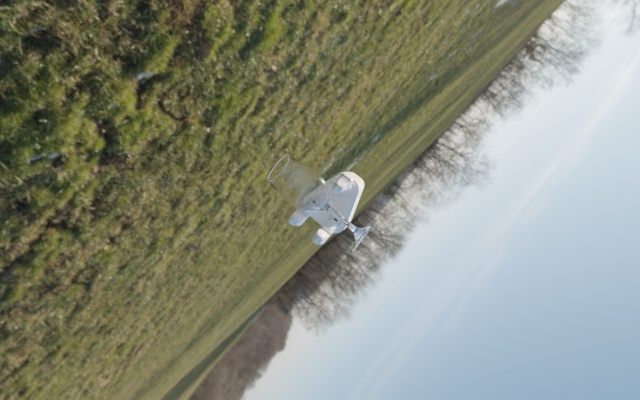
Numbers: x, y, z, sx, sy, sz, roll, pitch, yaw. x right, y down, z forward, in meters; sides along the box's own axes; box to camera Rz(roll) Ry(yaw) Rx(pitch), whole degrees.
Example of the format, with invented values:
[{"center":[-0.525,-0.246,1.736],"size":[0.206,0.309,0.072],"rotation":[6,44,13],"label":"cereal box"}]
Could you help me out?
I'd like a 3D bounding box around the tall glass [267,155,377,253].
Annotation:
[{"center":[0.001,0.003,0.856],"size":[0.201,0.079,0.079],"rotation":[39,5,6],"label":"tall glass"}]
